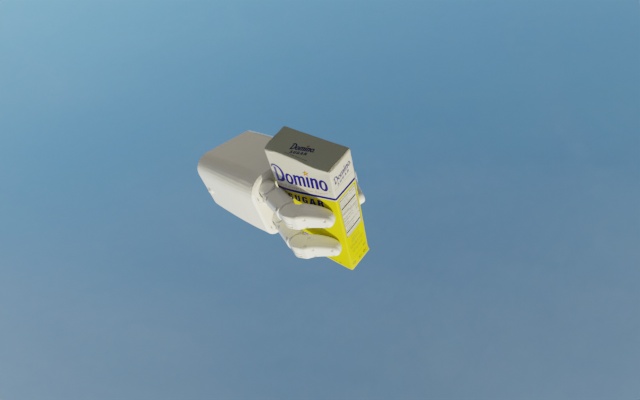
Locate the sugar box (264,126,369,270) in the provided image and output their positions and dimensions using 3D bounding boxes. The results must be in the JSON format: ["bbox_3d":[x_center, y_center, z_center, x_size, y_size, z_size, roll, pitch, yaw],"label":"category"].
[{"bbox_3d":[0.000,0.002,0.563,0.093,0.048,0.176,23,-30,31],"label":"sugar box"}]
